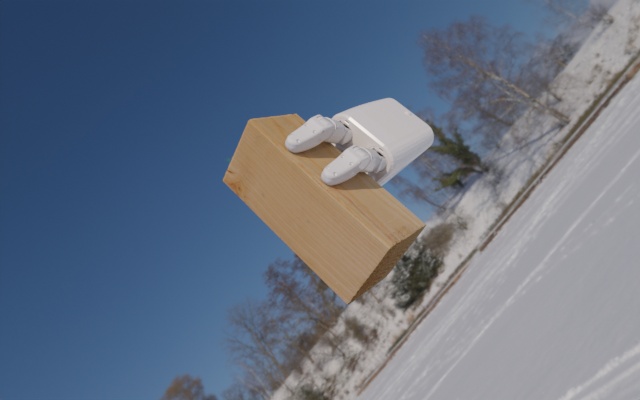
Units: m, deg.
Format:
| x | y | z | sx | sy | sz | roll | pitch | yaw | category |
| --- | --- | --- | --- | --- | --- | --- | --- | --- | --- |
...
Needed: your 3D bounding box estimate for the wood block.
| x | y | z | sx | sy | sz | roll | pitch | yaw | category |
| --- | --- | --- | --- | --- | --- | --- | --- | --- | --- |
| 0.000 | 0.002 | 0.536 | 0.206 | 0.091 | 0.090 | 42 | 34 | 19 | wood block |
